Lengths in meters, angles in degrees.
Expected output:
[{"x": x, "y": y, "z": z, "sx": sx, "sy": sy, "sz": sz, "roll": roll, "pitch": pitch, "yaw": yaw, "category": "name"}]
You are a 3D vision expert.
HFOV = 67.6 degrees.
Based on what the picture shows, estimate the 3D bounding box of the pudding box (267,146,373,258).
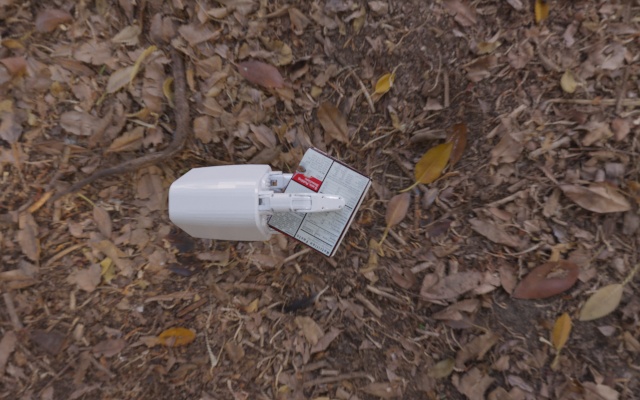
[{"x": 0.000, "y": 0.002, "z": 0.587, "sx": 0.090, "sy": 0.113, "sz": 0.039, "roll": 28, "pitch": 3, "yaw": 6, "category": "pudding box"}]
